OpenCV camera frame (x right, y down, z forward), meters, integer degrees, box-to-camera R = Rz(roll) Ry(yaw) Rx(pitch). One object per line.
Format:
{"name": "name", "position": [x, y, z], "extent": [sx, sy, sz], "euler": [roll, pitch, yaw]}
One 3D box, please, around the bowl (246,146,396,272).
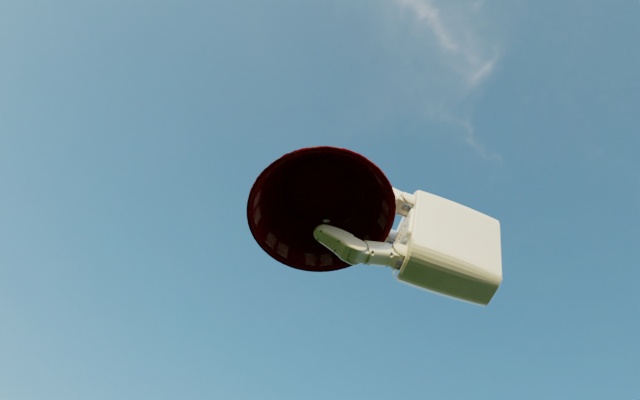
{"name": "bowl", "position": [-0.001, 0.001, 0.535], "extent": [0.162, 0.162, 0.055], "euler": [0, 32, -3]}
